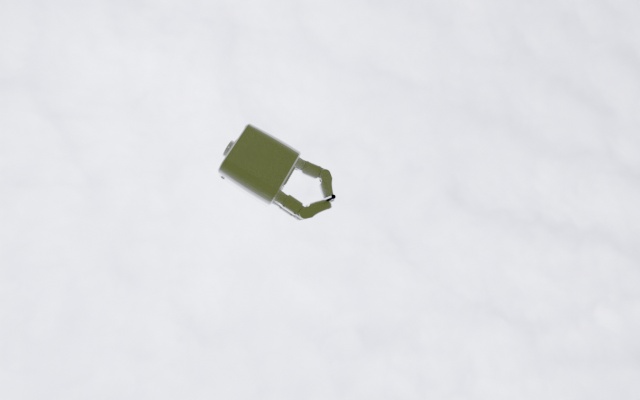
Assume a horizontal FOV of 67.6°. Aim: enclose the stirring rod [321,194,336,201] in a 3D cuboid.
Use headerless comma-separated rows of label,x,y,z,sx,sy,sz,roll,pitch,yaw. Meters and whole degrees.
stirring rod,0.000,0.003,0.882,0.011,0.011,0.239,0,-4,-10
